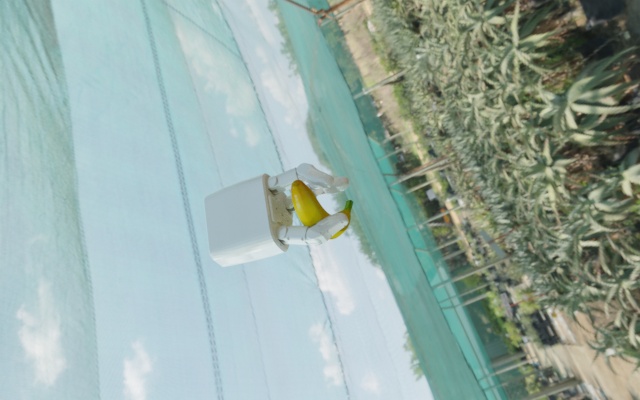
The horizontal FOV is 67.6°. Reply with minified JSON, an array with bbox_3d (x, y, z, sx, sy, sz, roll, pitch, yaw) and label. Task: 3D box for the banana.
[{"bbox_3d":[0.003,0.021,0.698,0.037,0.069,0.198,-9,-12,22],"label":"banana"}]
